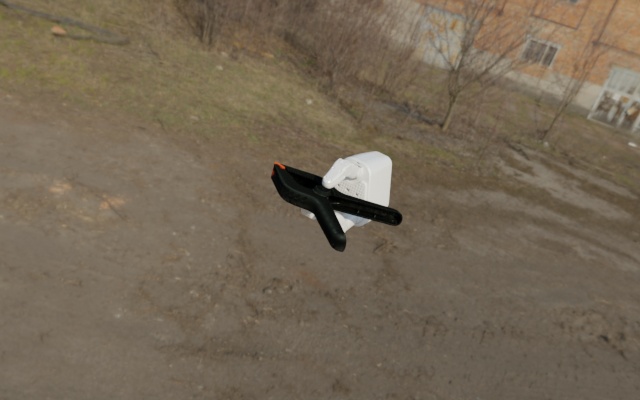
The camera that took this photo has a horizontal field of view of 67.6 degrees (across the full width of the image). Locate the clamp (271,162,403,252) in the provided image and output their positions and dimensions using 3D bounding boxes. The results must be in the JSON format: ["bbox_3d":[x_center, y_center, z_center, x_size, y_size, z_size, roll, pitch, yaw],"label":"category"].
[{"bbox_3d":[0.000,0.001,0.701,0.210,0.036,0.164,29,26,22],"label":"clamp"}]
